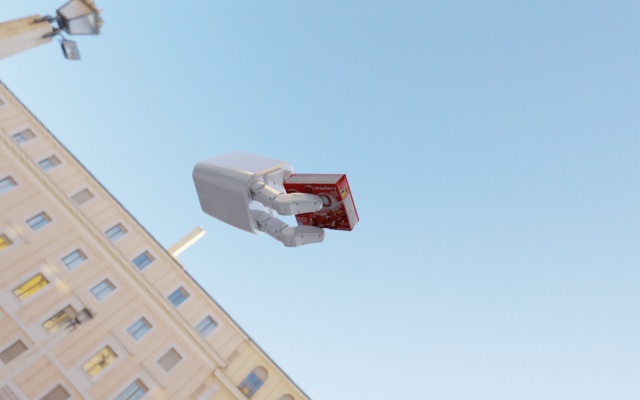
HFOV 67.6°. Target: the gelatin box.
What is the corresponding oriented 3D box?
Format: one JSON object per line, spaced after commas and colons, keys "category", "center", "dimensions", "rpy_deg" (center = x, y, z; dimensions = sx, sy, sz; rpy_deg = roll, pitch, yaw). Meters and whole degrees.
{"category": "gelatin box", "center": [0.001, 0.002, 0.635], "dimensions": [0.089, 0.073, 0.030], "rpy_deg": [2, 34, 34]}
